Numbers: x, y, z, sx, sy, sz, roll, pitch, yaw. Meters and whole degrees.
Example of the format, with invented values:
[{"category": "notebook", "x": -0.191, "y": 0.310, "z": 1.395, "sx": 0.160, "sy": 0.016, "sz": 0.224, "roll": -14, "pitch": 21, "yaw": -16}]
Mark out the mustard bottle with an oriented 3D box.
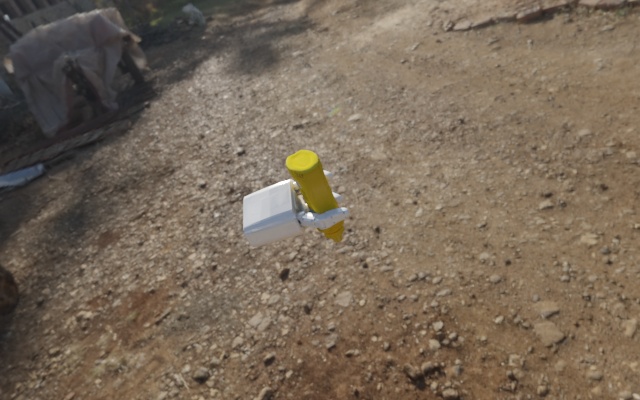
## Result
[{"category": "mustard bottle", "x": 0.000, "y": 0.003, "z": 0.897, "sx": 0.058, "sy": 0.192, "sz": 0.096, "roll": -30, "pitch": 30, "yaw": -10}]
